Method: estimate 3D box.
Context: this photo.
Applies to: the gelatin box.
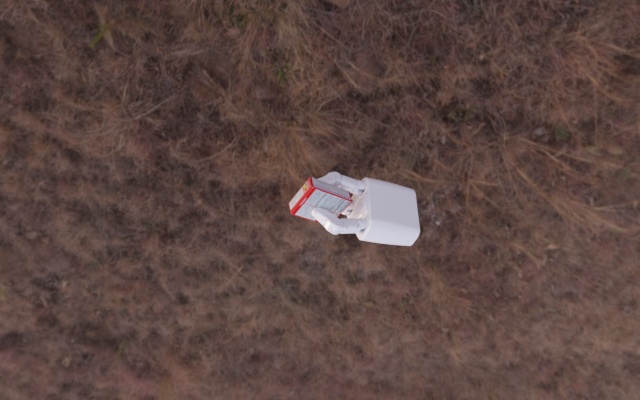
[{"bbox_3d":[0.000,0.003,0.845,0.089,0.030,0.073,18,-51,-31],"label":"gelatin box"}]
